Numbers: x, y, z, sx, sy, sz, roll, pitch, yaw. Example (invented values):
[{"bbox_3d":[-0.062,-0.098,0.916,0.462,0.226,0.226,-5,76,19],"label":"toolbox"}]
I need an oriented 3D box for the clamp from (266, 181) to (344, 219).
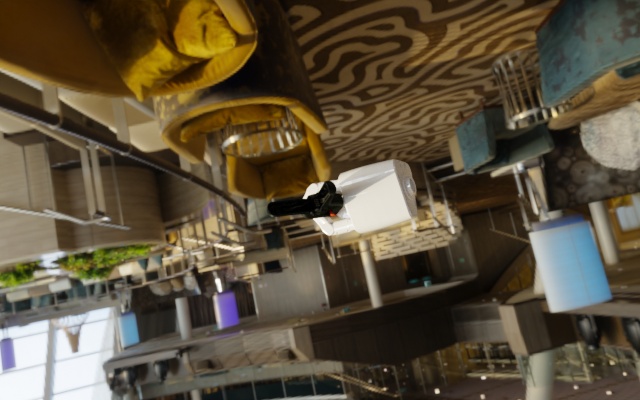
[{"bbox_3d":[0.000,0.003,0.813,0.120,0.039,0.171,-16,-9,27],"label":"clamp"}]
